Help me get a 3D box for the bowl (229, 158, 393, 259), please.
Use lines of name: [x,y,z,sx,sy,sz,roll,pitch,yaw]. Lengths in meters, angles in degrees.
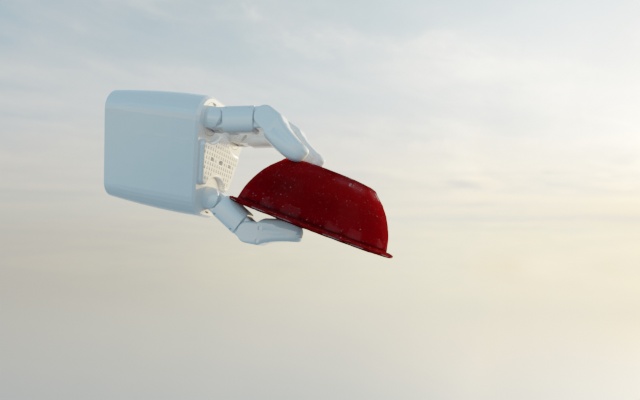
bowl: [0.001,0.002,0.448,0.162,0.055,0.162,21,-2,1]
